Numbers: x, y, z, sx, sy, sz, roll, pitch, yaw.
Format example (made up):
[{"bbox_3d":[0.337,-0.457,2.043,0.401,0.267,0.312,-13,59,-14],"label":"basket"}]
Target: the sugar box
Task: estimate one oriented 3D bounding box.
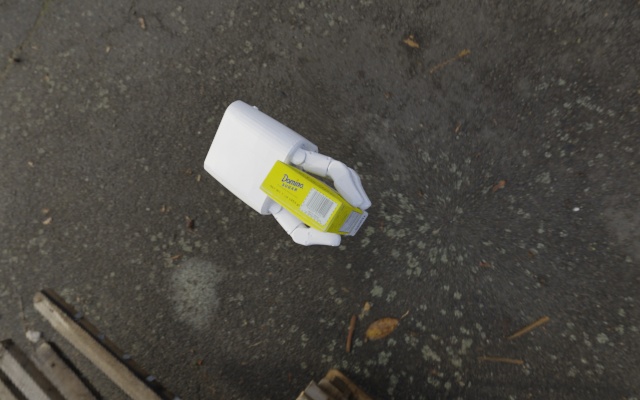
[{"bbox_3d":[0.000,0.001,0.600,0.093,0.048,0.176,35,7,14],"label":"sugar box"}]
